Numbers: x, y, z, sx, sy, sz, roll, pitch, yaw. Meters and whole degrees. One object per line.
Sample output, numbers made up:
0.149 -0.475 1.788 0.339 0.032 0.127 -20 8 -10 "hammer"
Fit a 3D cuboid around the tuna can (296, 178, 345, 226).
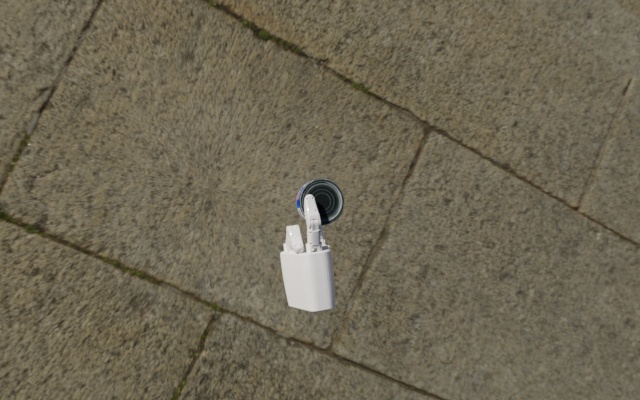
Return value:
0.000 0.003 0.871 0.086 0.086 0.034 0 -4 -12 "tuna can"
